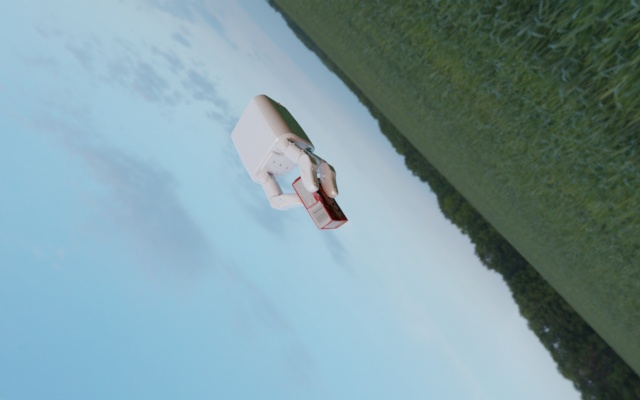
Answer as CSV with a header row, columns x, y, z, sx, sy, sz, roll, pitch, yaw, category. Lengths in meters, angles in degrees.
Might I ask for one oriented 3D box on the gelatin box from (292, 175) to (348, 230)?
x,y,z,sx,sy,sz,roll,pitch,yaw,category
0.000,0.003,0.760,0.030,0.089,0.073,-36,-15,17,gelatin box
